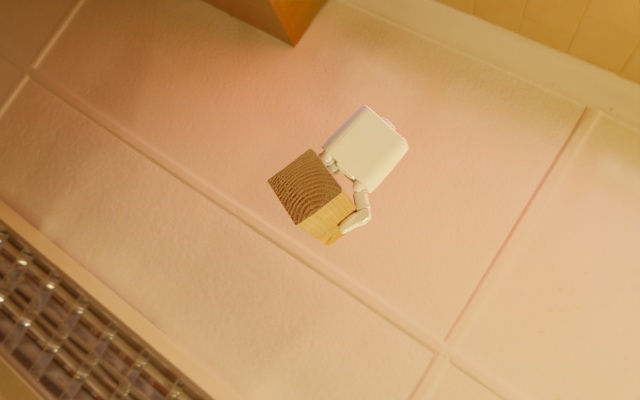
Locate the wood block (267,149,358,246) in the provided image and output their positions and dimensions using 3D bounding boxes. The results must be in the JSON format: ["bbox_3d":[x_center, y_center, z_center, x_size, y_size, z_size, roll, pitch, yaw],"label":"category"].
[{"bbox_3d":[0.001,0.003,0.814,0.090,0.090,0.206,-36,-20,4],"label":"wood block"}]
